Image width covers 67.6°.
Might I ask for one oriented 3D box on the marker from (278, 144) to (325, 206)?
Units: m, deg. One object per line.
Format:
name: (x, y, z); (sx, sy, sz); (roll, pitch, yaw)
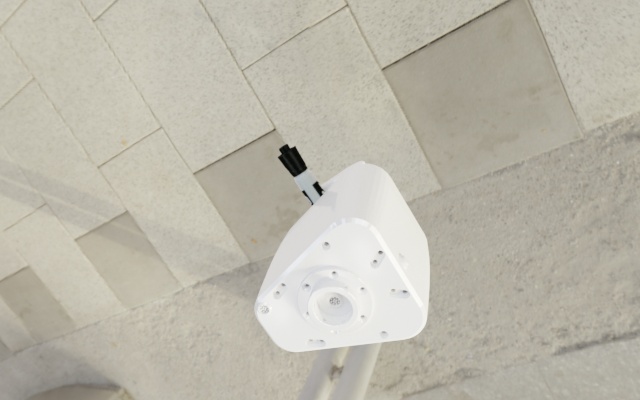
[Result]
marker: (0.000, 0.001, 0.431); (0.020, 0.121, 0.020); (-32, 12, 8)
